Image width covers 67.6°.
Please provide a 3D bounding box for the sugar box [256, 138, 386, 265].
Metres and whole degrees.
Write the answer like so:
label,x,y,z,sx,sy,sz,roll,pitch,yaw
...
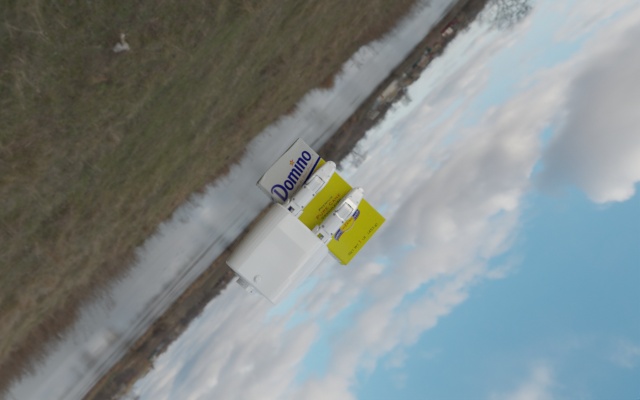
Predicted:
label,x,y,z,sx,sy,sz,roll,pitch,yaw
sugar box,0.000,0.002,0.701,0.176,0.093,0.048,43,-11,-5
